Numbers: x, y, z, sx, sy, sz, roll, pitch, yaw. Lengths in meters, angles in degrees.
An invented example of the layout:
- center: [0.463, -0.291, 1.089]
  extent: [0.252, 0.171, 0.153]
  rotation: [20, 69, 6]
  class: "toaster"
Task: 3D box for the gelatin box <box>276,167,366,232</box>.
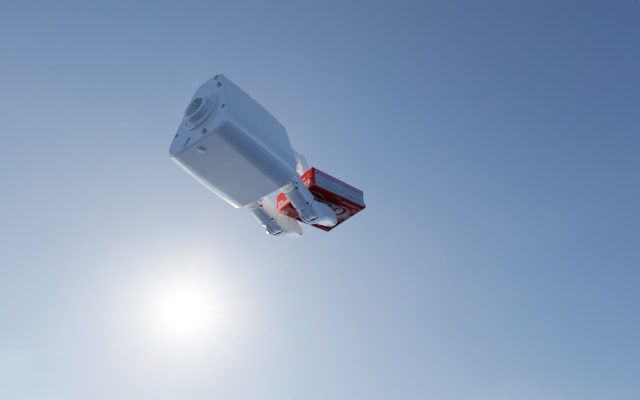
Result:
- center: [0.000, 0.002, 0.605]
  extent: [0.089, 0.030, 0.073]
  rotation: [23, -43, -35]
  class: "gelatin box"
